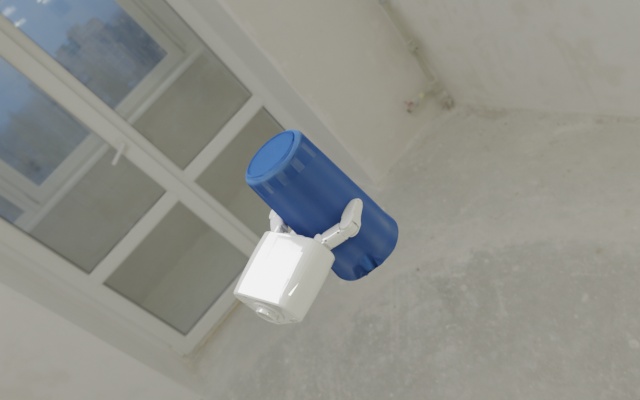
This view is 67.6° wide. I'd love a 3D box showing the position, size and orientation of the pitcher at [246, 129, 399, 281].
[{"bbox_3d":[0.000,0.003,0.748,0.149,0.145,0.243,-7,-43,48],"label":"pitcher"}]
